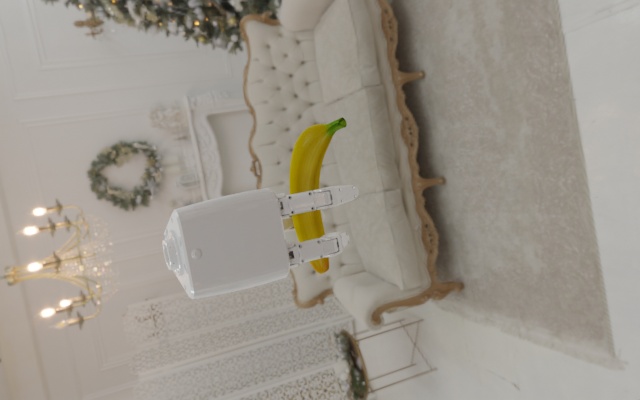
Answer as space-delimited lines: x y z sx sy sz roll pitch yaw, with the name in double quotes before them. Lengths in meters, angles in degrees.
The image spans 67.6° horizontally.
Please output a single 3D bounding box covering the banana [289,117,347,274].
"banana" -0.011 -0.008 0.578 0.037 0.198 0.069 -12 28 -34
